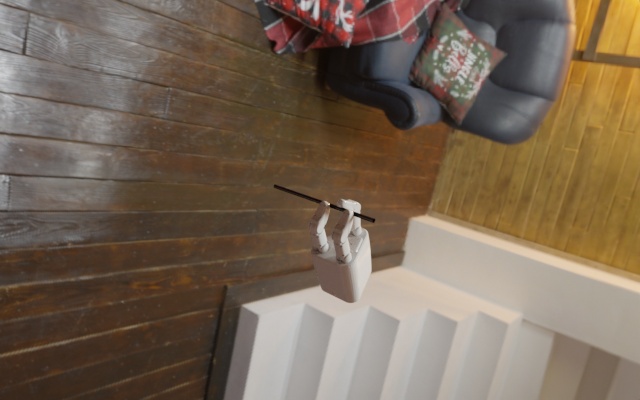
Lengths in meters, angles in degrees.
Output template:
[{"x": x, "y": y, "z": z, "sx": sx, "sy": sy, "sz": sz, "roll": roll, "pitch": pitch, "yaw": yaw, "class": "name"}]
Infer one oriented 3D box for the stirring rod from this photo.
[{"x": 0.000, "y": 0.003, "z": 0.895, "sx": 0.239, "sy": 0.011, "sz": 0.011, "roll": 19, "pitch": 11, "yaw": 36, "class": "stirring rod"}]
